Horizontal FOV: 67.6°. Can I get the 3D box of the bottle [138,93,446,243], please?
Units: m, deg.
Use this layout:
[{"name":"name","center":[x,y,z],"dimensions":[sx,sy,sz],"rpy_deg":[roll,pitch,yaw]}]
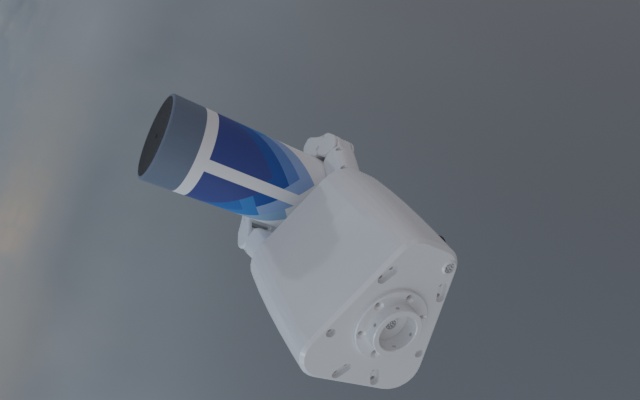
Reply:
[{"name":"bottle","center":[0.000,0.001,0.415],"dimensions":[0.296,0.069,0.069],"rpy_deg":[22,-11,-30]}]
